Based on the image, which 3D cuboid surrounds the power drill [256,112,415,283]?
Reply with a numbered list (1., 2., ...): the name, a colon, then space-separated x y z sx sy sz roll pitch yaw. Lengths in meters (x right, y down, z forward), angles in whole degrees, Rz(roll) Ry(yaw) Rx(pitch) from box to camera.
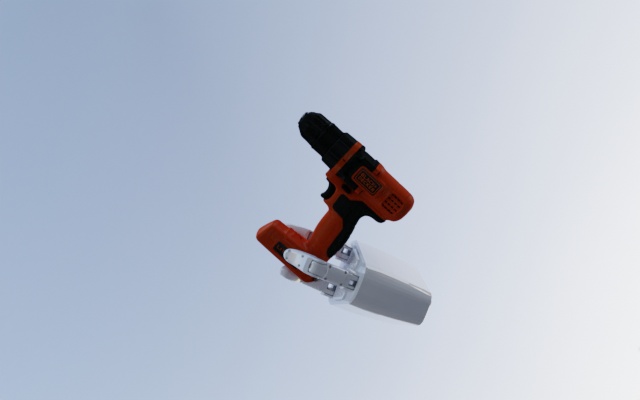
1. power drill: 0.000 0.003 0.633 0.184 0.188 0.057 43 18 1
